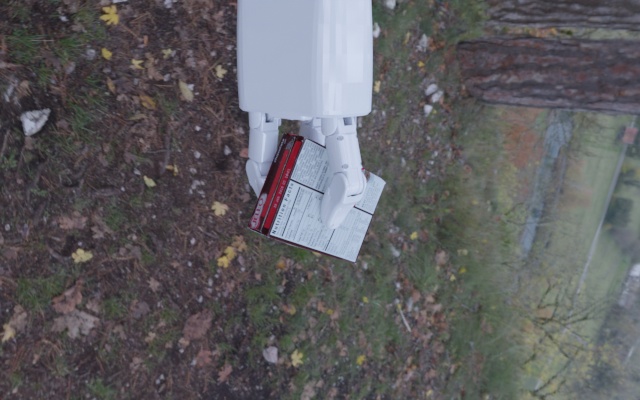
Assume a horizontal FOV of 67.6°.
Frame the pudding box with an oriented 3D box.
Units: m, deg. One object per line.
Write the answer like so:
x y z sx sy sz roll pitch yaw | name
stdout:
0.000 0.001 0.433 0.113 0.090 0.039 23 -2 -38 | pudding box
